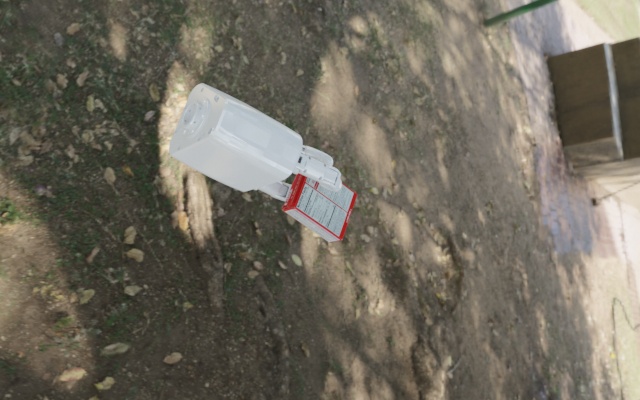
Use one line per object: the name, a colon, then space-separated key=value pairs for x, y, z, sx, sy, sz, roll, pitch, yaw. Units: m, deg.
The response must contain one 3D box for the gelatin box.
gelatin box: x=0.001 y=0.002 z=0.624 sx=0.089 sy=0.073 sz=0.030 roll=35 pitch=-30 yaw=-28
